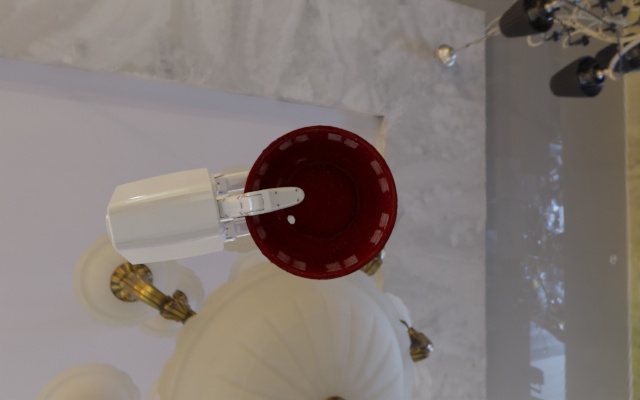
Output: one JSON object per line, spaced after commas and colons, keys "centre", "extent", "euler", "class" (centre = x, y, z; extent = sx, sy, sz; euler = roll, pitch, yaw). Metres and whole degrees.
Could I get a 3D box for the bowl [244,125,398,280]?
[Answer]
{"centre": [0.001, 0.002, 0.522], "extent": [0.162, 0.162, 0.055], "euler": [0, 3, 0], "class": "bowl"}
